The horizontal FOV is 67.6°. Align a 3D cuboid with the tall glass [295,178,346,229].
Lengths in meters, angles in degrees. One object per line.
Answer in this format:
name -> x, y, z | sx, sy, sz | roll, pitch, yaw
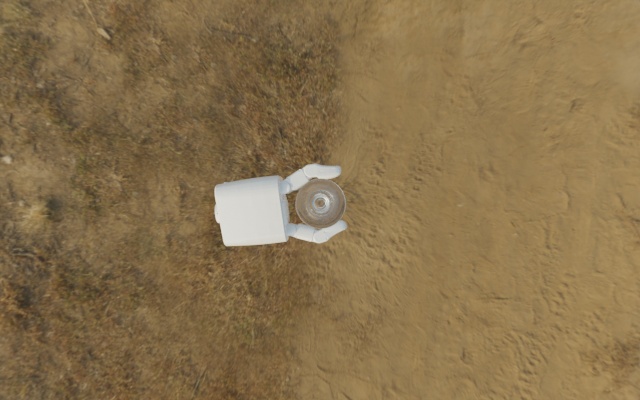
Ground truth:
tall glass -> 0.000, 0.003, 0.800 | 0.079, 0.079, 0.201 | 0, 1, 0
